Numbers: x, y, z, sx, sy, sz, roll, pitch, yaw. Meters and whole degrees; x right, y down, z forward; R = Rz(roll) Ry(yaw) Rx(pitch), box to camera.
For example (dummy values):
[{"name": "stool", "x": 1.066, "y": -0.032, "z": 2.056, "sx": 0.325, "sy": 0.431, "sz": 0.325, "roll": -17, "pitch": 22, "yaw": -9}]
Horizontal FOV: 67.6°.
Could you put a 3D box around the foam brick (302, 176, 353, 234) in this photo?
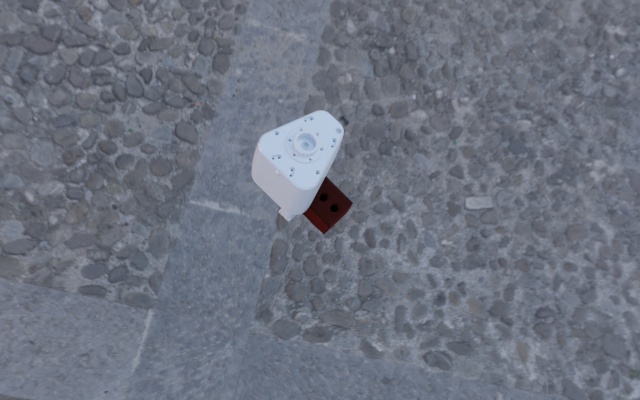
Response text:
[{"name": "foam brick", "x": 0.000, "y": 0.002, "z": 0.713, "sx": 0.053, "sy": 0.078, "sz": 0.051, "roll": -44, "pitch": -5, "yaw": -20}]
